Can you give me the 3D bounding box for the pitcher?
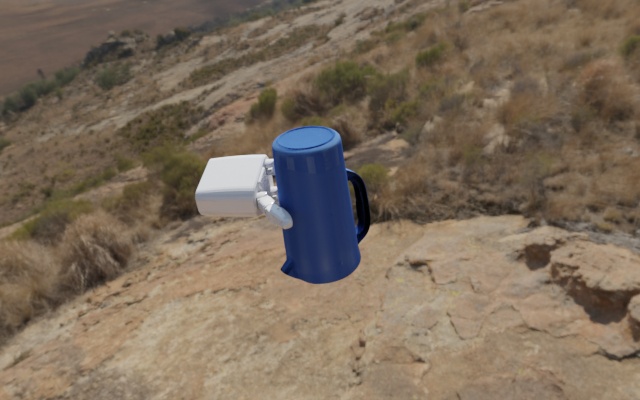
[{"bbox_3d":[0.000,0.003,0.795,0.145,0.243,0.149,0,31,13],"label":"pitcher"}]
